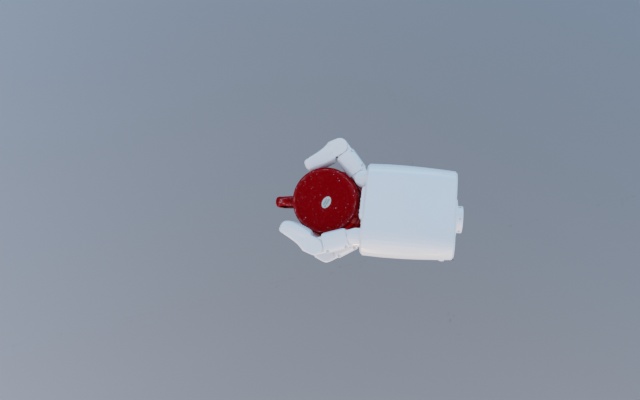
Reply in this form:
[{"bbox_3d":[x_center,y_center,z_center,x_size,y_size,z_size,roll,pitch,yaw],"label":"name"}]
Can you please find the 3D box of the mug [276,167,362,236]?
[{"bbox_3d":[-0.001,0.002,0.612,0.117,0.093,0.081,3,-4,11],"label":"mug"}]
